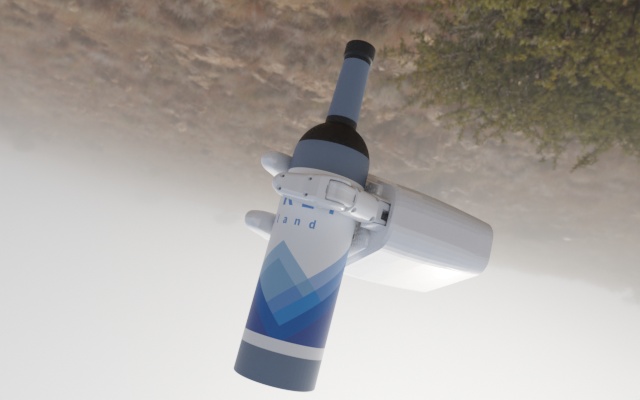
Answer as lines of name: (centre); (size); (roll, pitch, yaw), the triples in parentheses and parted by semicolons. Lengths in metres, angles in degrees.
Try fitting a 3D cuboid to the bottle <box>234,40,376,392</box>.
bottle: (0.000, 0.002, 0.404); (0.069, 0.295, 0.069); (14, -11, 3)
